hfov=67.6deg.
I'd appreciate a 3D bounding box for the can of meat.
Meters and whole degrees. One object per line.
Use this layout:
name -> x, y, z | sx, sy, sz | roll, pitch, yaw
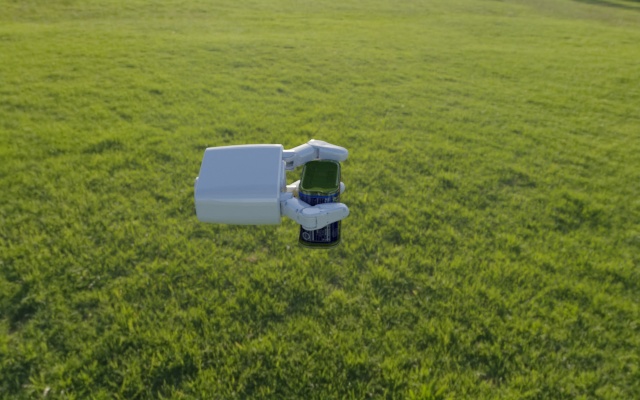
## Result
can of meat -> 0.000, 0.002, 0.640 | 0.057, 0.084, 0.102 | 1, 29, 3
